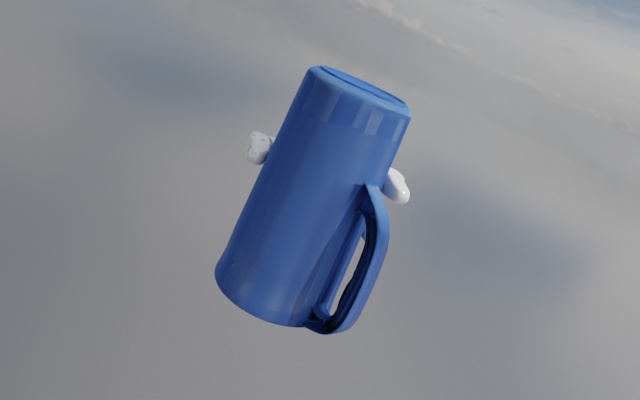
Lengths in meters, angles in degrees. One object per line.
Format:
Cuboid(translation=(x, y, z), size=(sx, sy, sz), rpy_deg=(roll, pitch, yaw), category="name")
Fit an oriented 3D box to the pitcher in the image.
Cuboid(translation=(0.000, 0.001, 0.479), size=(0.149, 0.243, 0.145), rpy_deg=(23, 19, -3), category="pitcher")
